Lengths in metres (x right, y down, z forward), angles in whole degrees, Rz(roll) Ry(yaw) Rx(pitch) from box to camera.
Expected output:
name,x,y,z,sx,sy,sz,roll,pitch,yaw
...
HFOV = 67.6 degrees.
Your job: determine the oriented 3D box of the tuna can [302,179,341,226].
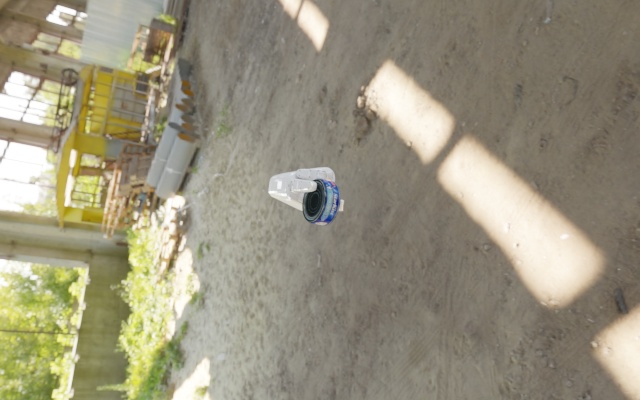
name,x,y,z,sx,sy,sz,roll,pitch,yaw
tuna can,0.000,0.003,0.892,0.034,0.086,0.086,11,-6,-31
